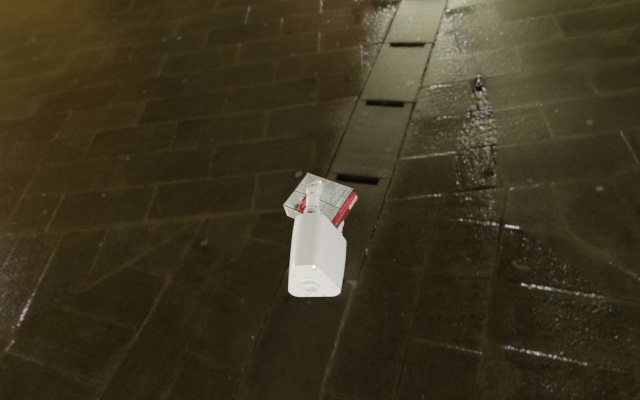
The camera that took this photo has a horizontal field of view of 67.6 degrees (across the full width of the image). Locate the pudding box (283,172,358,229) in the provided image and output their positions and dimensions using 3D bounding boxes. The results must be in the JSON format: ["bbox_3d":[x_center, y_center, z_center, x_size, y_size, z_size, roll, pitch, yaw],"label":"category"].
[{"bbox_3d":[0.000,0.003,0.896,0.113,0.090,0.039,22,-29,28],"label":"pudding box"}]
